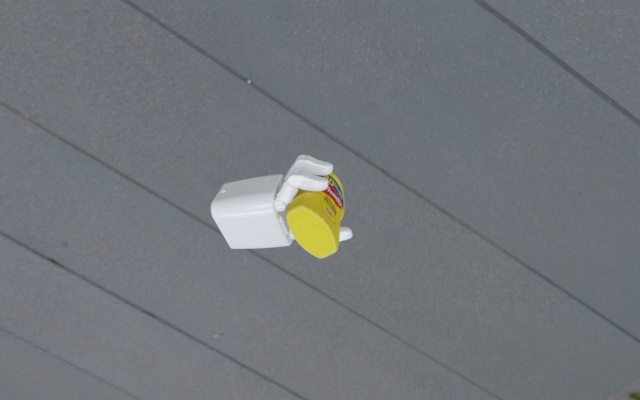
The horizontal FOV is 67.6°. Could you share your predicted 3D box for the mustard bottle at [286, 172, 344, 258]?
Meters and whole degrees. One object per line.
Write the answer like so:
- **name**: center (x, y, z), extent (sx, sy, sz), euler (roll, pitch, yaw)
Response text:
- **mustard bottle**: center (0.000, 0.003, 0.774), extent (0.058, 0.096, 0.191), euler (-30, 21, 23)
